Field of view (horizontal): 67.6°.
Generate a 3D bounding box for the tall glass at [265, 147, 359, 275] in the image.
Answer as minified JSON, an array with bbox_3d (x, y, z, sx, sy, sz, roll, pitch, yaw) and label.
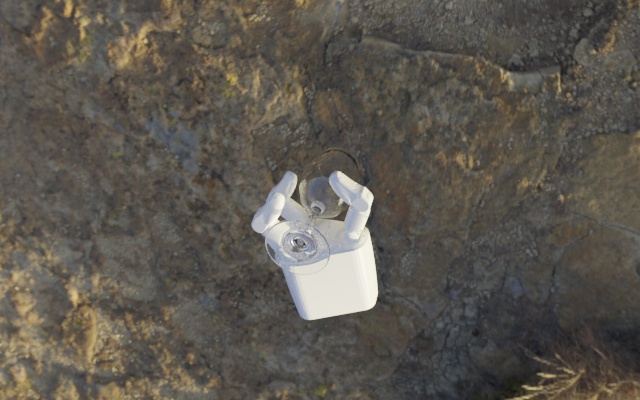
[{"bbox_3d":[0.000,0.002,0.603,0.079,0.079,0.201,0,31,18],"label":"tall glass"}]
